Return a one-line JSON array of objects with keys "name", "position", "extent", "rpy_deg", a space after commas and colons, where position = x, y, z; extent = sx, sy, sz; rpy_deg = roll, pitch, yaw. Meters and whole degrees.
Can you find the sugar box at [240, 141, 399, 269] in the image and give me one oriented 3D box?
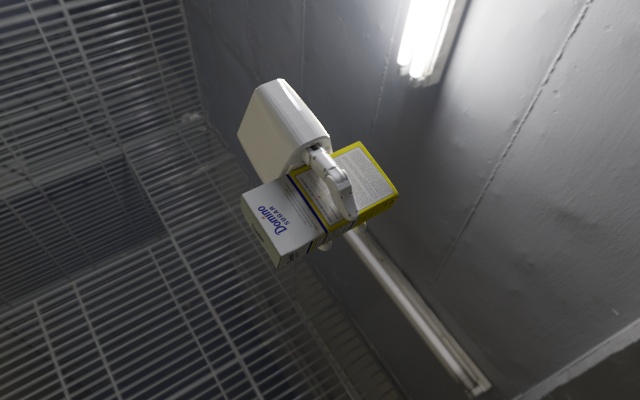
[{"name": "sugar box", "position": [0.000, 0.002, 0.589], "extent": [0.176, 0.093, 0.048], "rpy_deg": [-26, -21, -21]}]
